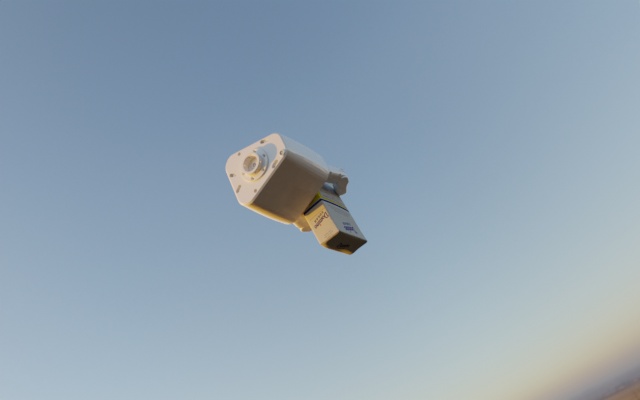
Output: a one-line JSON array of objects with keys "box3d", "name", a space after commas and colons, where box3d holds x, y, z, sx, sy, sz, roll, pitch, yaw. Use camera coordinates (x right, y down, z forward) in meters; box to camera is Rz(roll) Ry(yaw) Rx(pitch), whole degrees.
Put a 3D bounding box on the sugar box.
[{"box3d": [0.000, 0.003, 0.777, 0.048, 0.176, 0.093, -39, -32, 18], "name": "sugar box"}]
